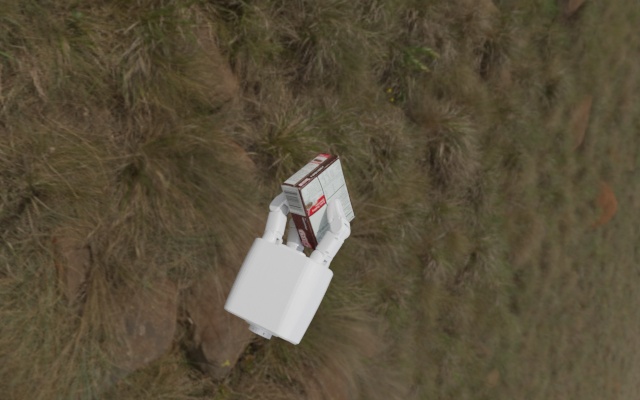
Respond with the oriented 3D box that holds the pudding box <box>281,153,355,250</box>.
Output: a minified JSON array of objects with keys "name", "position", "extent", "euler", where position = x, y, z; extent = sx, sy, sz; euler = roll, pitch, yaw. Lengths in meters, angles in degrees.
[{"name":"pudding box","position":[0.000,0.002,0.685],"extent":[0.039,0.114,0.090],"euler":[16,44,39]}]
